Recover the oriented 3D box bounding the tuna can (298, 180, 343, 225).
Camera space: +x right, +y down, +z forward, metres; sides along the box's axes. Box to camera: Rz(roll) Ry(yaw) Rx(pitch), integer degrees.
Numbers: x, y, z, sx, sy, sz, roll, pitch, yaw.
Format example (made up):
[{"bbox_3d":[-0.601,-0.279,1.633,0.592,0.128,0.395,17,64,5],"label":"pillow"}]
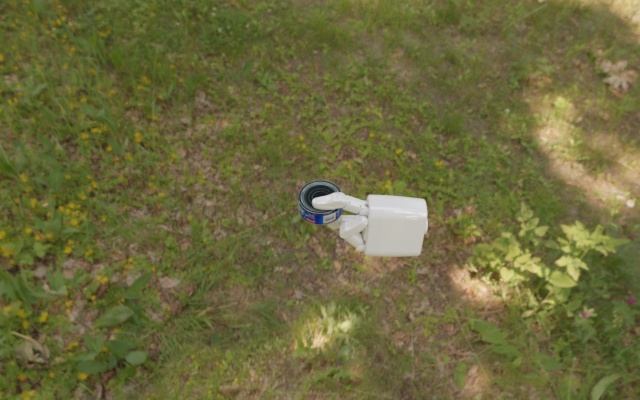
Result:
[{"bbox_3d":[0.000,0.003,0.893,0.086,0.086,0.034,0,-40,1],"label":"tuna can"}]
